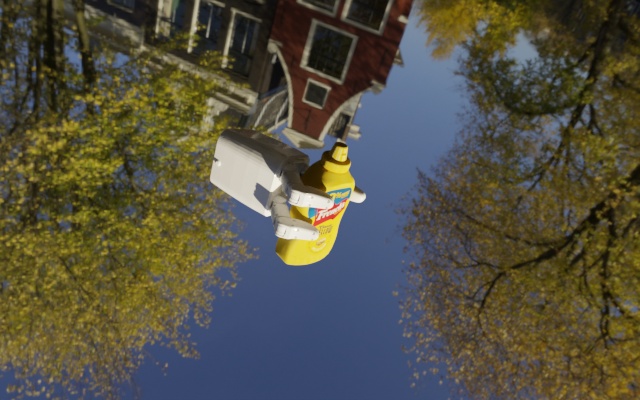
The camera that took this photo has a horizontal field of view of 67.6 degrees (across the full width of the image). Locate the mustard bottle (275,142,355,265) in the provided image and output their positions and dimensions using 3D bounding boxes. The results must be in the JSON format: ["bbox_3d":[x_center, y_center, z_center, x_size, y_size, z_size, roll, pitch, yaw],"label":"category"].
[{"bbox_3d":[0.000,0.003,0.686,0.096,0.192,0.058,-11,42,-40],"label":"mustard bottle"}]
